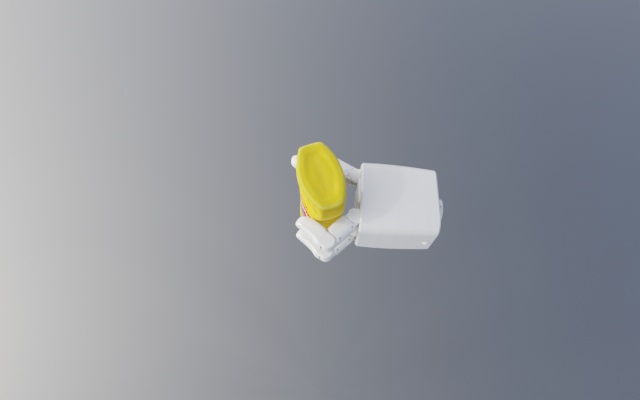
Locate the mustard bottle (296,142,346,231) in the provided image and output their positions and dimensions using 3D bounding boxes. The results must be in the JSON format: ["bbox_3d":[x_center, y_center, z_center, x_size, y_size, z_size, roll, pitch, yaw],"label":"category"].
[{"bbox_3d":[0.000,0.002,0.679,0.058,0.096,0.192,-18,-20,-8],"label":"mustard bottle"}]
